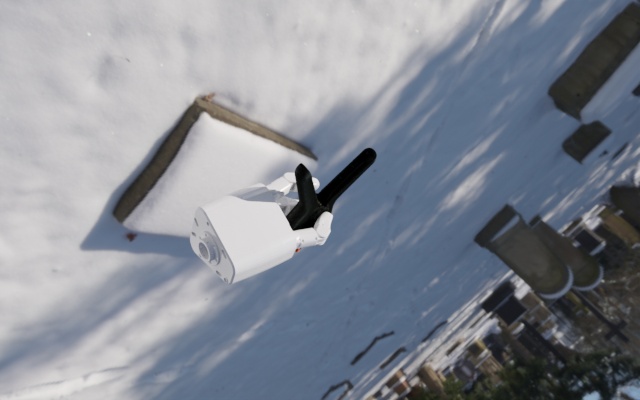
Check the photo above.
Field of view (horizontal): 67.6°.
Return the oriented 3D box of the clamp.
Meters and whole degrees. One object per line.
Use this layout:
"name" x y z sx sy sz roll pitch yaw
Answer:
"clamp" 0.000 0.003 0.750 0.164 0.036 0.210 -21 -30 -38
